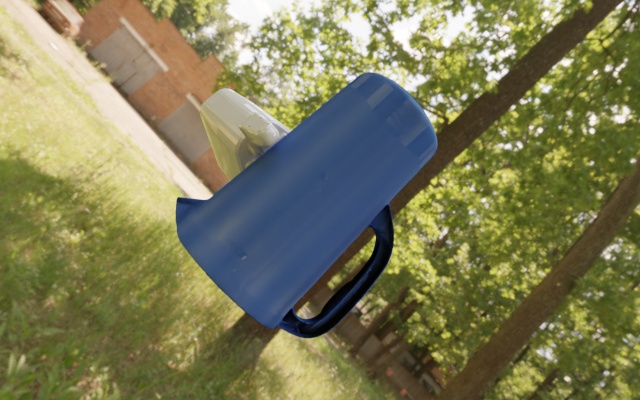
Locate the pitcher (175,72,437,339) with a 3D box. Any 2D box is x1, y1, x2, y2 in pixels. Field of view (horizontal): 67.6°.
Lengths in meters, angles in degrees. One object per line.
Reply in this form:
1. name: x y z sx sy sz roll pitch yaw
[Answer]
1. pitcher: 0.000 0.001 0.460 0.145 0.243 0.149 41 -8 42
